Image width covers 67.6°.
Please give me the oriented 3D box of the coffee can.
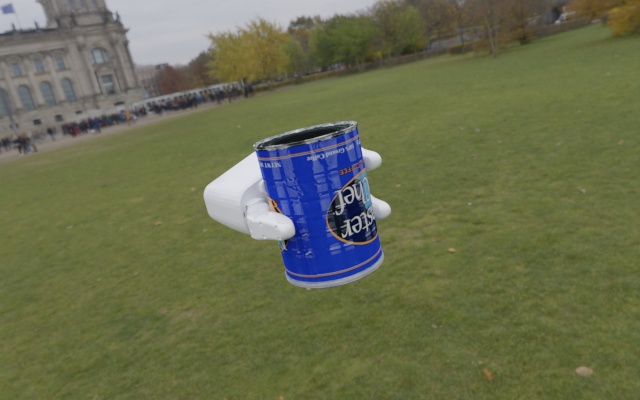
[{"bbox_3d":[0.000,0.002,0.475,0.103,0.140,0.102,-12,15,3],"label":"coffee can"}]
